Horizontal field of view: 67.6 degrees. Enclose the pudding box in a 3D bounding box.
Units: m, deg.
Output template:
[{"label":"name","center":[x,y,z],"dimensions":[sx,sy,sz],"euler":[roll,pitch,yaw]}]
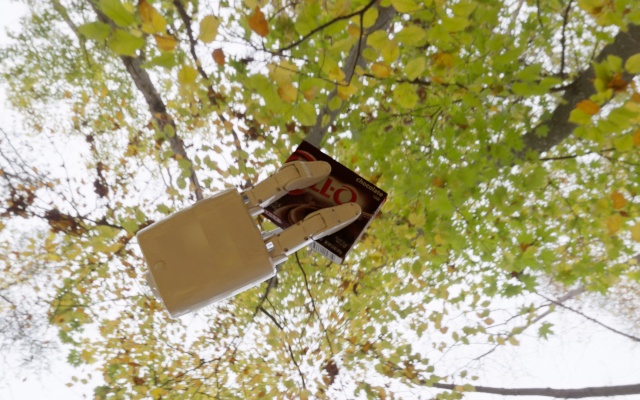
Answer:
[{"label":"pudding box","center":[0.000,0.002,0.509],"dimensions":[0.113,0.090,0.039],"euler":[34,-21,8]}]
